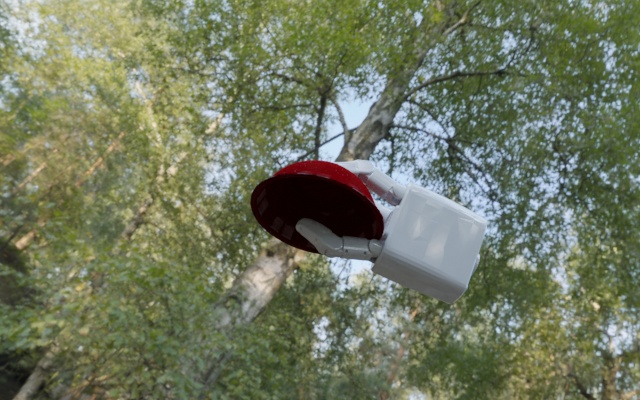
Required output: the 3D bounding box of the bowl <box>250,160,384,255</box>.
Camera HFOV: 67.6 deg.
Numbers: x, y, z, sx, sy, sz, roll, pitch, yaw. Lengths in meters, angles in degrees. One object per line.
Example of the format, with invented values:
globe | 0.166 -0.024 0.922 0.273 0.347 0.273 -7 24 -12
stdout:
bowl | -0.001 0.001 0.576 0.162 0.055 0.162 10 -36 7
